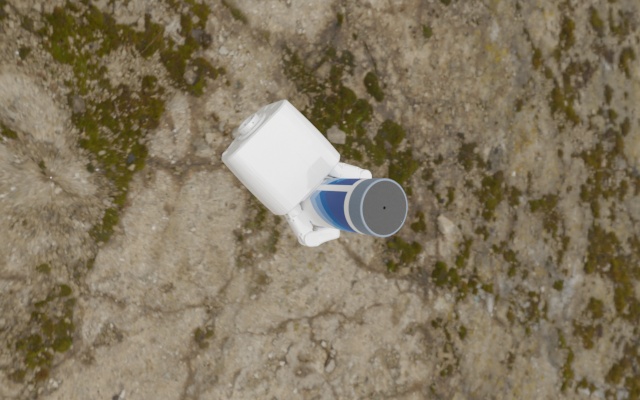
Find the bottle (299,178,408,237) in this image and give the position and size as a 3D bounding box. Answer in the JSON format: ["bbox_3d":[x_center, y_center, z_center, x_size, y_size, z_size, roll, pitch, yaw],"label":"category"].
[{"bbox_3d":[0.000,0.002,0.663,0.069,0.069,0.295,0,2,-29],"label":"bottle"}]
